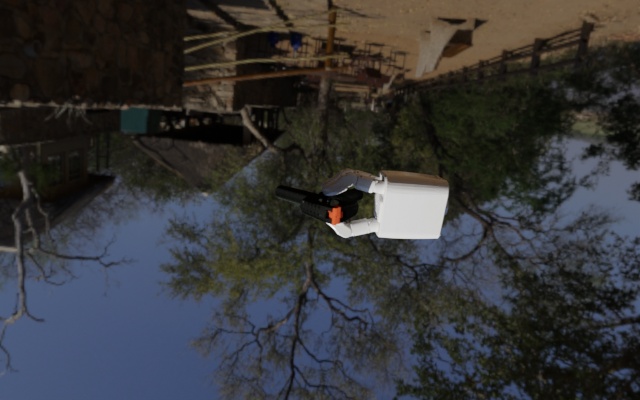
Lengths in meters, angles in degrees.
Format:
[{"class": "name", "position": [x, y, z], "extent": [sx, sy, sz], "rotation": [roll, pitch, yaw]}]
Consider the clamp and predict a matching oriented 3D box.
[{"class": "clamp", "position": [0.000, 0.004, 0.808], "extent": [0.164, 0.036, 0.210], "rotation": [2, 11, -1]}]
